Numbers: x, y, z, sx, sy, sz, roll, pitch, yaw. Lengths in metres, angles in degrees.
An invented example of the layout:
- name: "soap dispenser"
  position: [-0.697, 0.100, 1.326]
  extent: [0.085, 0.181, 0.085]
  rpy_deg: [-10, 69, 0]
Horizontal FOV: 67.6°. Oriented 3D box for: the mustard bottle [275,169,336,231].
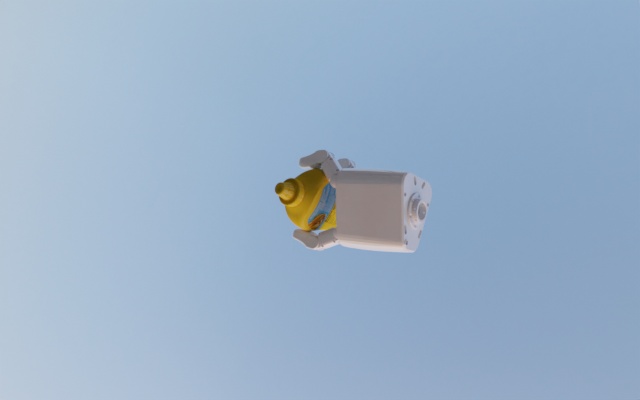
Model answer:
- name: "mustard bottle"
  position: [0.000, 0.002, 0.740]
  extent: [0.058, 0.096, 0.192]
  rpy_deg: [33, 10, 38]
